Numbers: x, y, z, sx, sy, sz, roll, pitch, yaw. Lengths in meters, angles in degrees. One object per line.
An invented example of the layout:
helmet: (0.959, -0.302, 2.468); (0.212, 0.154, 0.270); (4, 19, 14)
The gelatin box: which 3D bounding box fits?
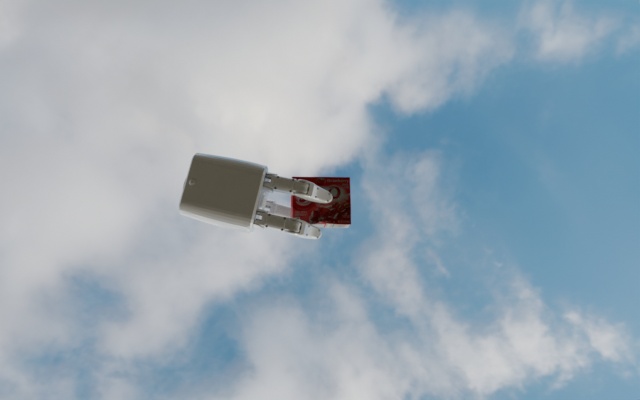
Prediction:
gelatin box: (0.000, 0.002, 0.712); (0.089, 0.073, 0.030); (1, -14, -7)
